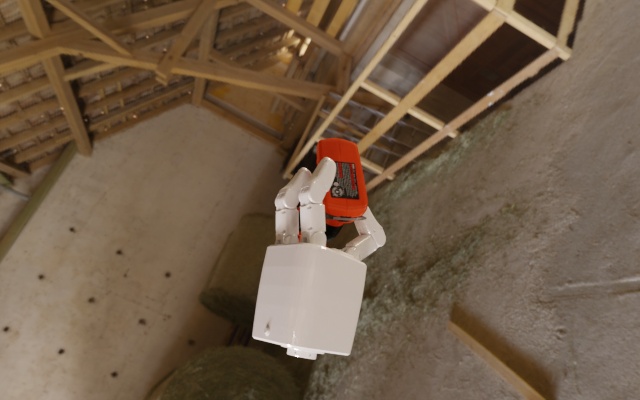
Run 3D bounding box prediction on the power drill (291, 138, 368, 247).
[{"bbox_3d":[0.000,0.002,0.636,0.057,0.184,0.188,1,-30,-16],"label":"power drill"}]
